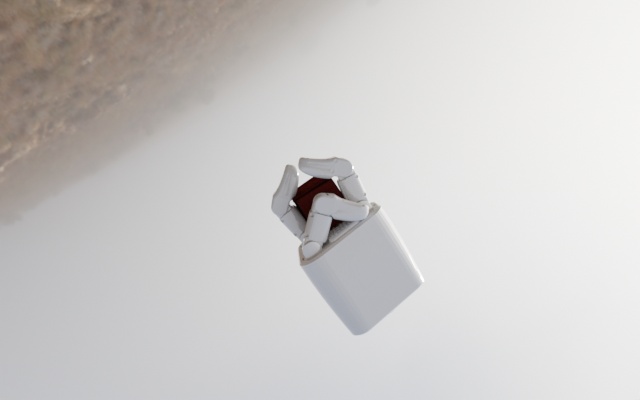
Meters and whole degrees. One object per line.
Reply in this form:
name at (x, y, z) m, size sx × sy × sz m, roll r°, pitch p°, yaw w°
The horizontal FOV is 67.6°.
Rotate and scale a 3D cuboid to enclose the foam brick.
foam brick at (0.000, 0.002, 0.569) m, size 0.053 × 0.051 × 0.078 m, roll -34°, pitch 10°, yaw 1°
